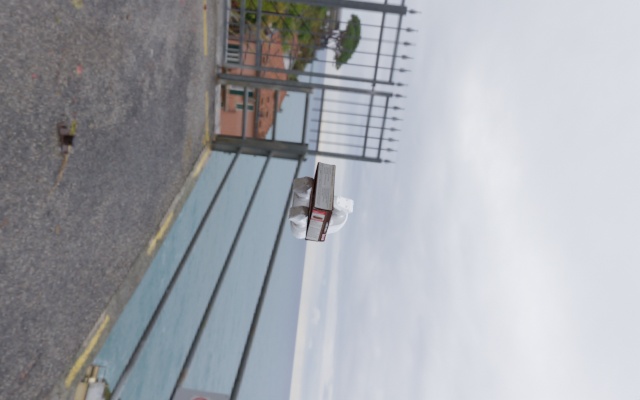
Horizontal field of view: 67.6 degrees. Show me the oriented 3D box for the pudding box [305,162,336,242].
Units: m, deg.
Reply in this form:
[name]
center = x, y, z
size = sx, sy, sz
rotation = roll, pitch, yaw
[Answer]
[pudding box]
center = 0.000, 0.003, 0.841
size = 0.039, 0.113, 0.090
rotation = 7, -42, -5
